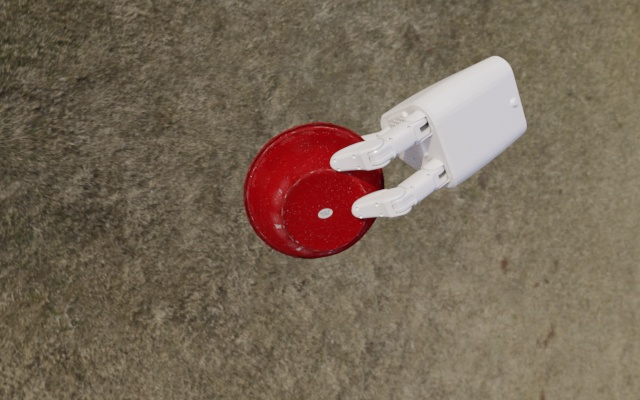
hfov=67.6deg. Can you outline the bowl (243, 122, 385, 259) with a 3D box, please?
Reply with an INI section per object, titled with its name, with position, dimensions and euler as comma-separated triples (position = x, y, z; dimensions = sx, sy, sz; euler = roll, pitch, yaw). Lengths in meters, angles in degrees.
[bowl]
position = -0.001, 0.003, 0.511
dimensions = 0.162, 0.162, 0.055
euler = 0, 21, -13
